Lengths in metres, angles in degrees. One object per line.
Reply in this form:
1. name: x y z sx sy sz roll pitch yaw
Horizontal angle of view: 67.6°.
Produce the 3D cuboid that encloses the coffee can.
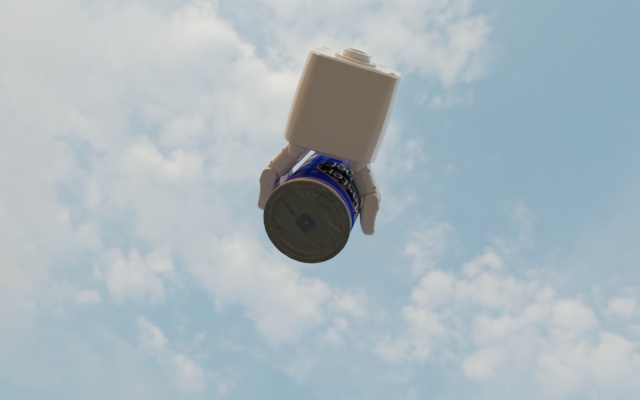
1. coffee can: 0.000 0.002 0.600 0.103 0.103 0.140 0 20 15
